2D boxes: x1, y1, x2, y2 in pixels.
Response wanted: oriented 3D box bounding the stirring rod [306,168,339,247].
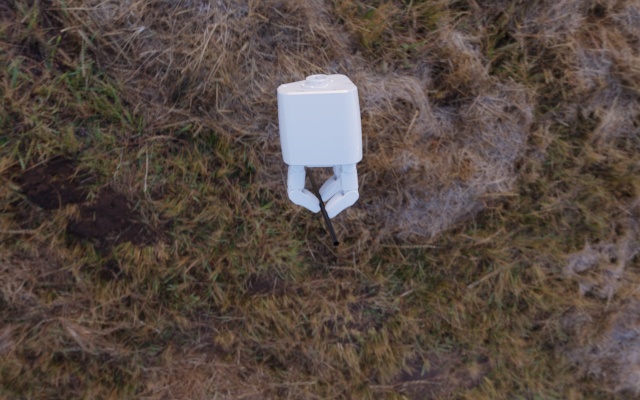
[{"bbox_3d":[0.000,0.002,0.738,0.011,0.011,0.239,0,27,-11],"label":"stirring rod"}]
